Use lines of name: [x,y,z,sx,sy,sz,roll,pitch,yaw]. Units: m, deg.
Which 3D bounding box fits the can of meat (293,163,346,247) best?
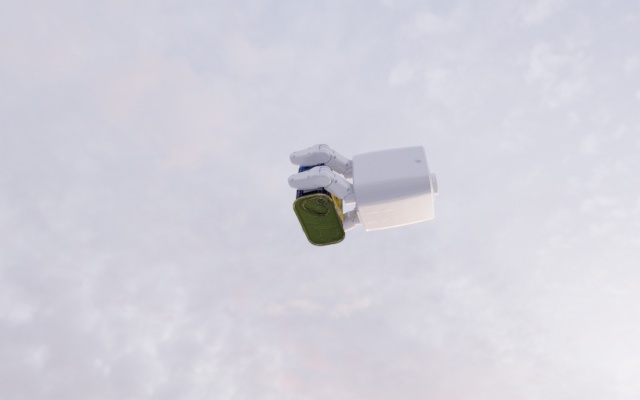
can of meat: [0.000,0.002,0.706,0.057,0.102,0.083,-12,42,13]
